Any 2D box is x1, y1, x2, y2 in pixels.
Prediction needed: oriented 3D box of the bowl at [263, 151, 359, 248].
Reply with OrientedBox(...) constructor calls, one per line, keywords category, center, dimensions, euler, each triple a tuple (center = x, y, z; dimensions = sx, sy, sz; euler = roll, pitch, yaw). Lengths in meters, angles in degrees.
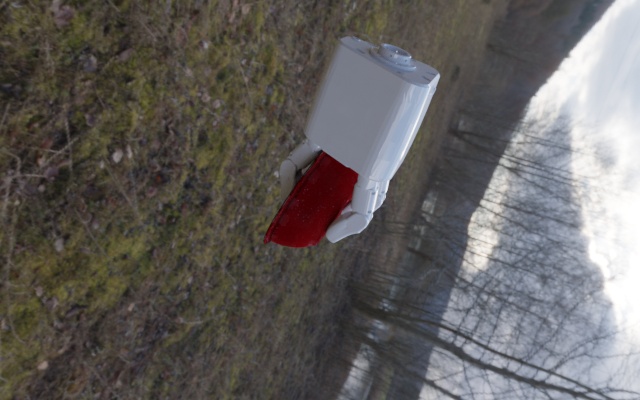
OrientedBox(category="bowl", center=(0.000, 0.003, 0.581), dimensions=(0.055, 0.162, 0.162), euler=(36, 3, 4))
